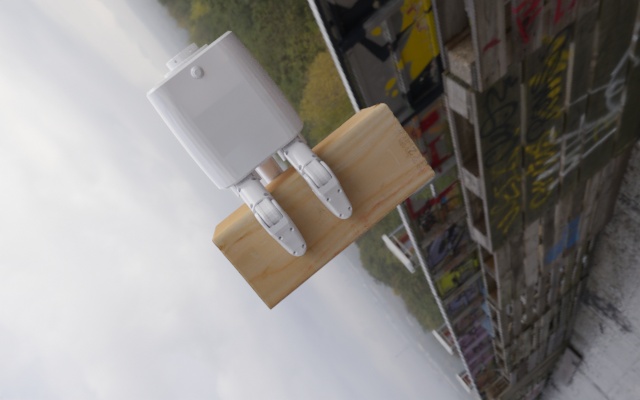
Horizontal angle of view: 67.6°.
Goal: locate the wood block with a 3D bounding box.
[{"bbox_3d":[0.000,0.001,0.492,0.206,0.090,0.091,-39,11,-4],"label":"wood block"}]
